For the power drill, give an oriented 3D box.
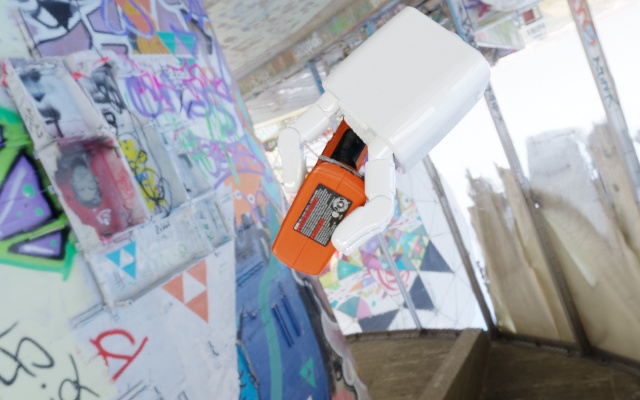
[{"bbox_3d":[0.000,0.002,0.508,0.057,0.184,0.187,26,20,-4],"label":"power drill"}]
